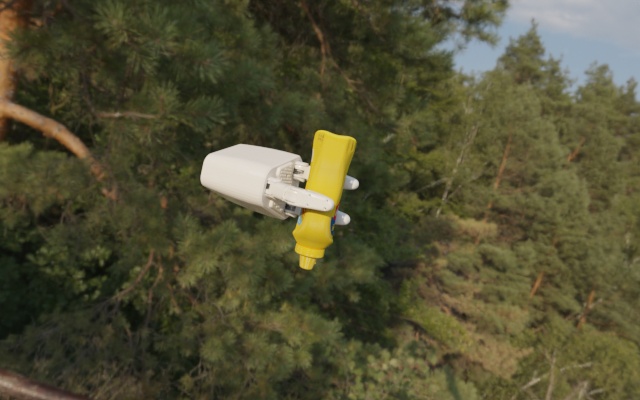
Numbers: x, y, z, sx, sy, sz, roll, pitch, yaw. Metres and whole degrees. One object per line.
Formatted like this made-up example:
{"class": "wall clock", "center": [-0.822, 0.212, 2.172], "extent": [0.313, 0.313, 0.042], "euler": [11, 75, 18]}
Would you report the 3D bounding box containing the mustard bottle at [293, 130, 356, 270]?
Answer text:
{"class": "mustard bottle", "center": [0.000, 0.002, 0.663], "extent": [0.058, 0.191, 0.096], "euler": [13, 6, -3]}
